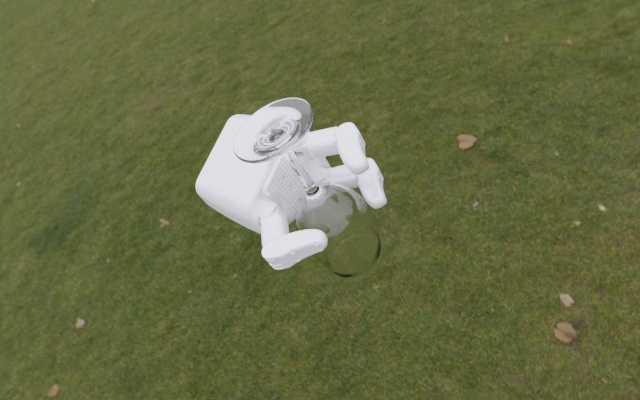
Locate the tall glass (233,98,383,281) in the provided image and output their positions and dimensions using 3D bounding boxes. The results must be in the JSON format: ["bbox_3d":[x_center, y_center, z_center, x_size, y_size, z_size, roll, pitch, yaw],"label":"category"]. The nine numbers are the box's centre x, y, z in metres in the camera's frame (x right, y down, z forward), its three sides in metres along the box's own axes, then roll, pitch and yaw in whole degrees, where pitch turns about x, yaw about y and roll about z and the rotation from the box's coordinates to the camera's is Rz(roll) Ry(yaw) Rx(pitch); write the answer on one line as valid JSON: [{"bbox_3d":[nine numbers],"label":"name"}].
[{"bbox_3d":[0.000,0.001,0.460,0.079,0.079,0.201,0,-38,31],"label":"tall glass"}]
